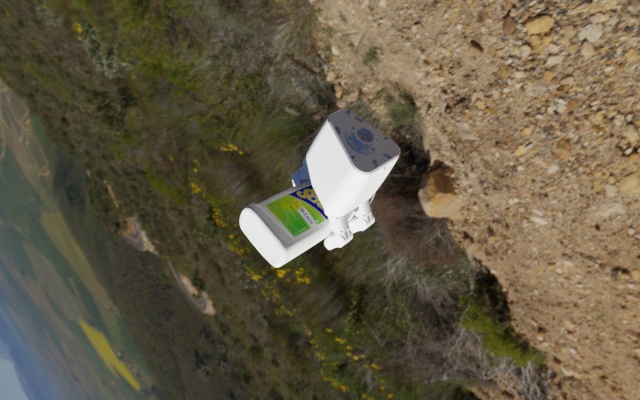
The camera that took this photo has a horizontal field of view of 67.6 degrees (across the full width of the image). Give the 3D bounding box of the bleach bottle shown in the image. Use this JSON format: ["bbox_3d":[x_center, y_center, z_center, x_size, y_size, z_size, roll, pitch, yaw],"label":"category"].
[{"bbox_3d":[0.000,0.003,0.763,0.250,0.102,0.068,-32,-16,-36],"label":"bleach bottle"}]
